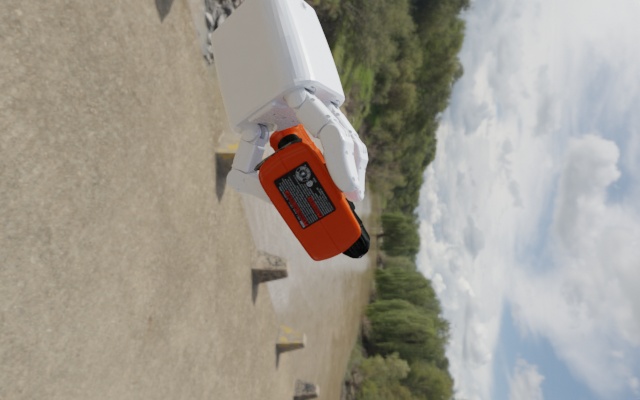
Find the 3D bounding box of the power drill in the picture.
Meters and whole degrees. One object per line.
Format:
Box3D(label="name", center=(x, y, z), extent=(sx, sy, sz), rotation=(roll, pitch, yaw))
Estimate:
Box3D(label="power drill", center=(0.000, 0.001, 0.504), extent=(0.057, 0.184, 0.187), rotation=(-34, 7, 5))
